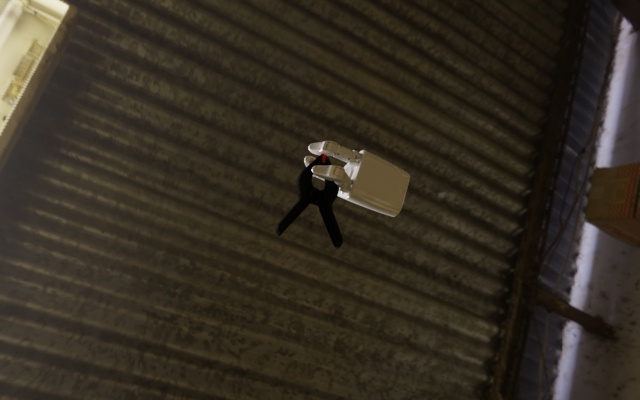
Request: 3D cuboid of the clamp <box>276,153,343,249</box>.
[{"bbox_3d":[0.000,0.003,0.858,0.120,0.171,0.039,23,-17,-15],"label":"clamp"}]
